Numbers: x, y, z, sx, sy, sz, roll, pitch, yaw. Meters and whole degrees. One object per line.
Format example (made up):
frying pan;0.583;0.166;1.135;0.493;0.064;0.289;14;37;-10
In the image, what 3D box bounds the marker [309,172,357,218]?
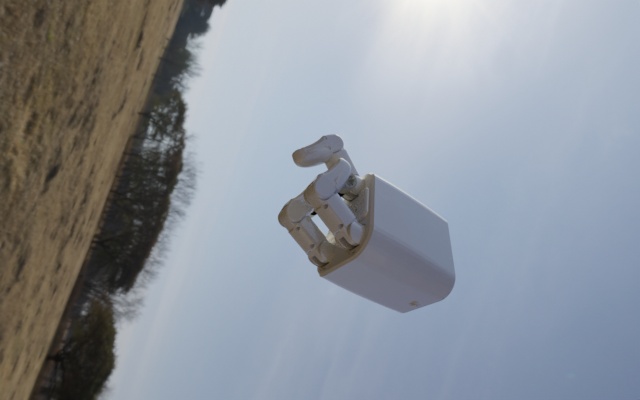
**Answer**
marker;0.000;0.002;0.516;0.020;0.020;0.121;0;-22;-30
